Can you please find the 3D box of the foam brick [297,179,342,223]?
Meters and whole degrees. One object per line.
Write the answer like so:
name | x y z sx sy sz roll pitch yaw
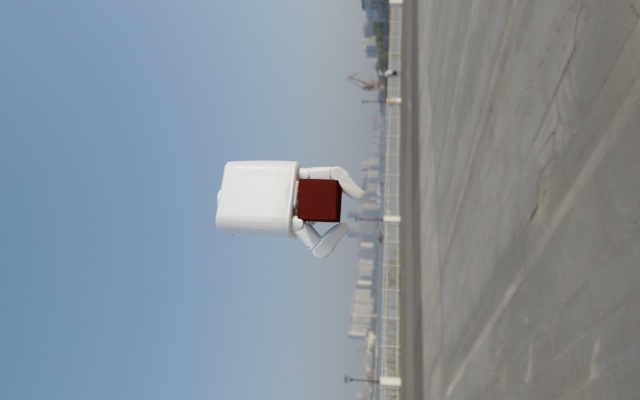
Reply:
foam brick | 0.000 0.002 0.634 0.051 0.053 0.078 3 -6 6
